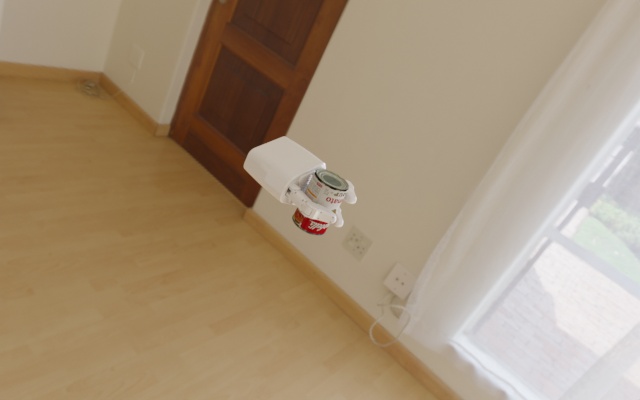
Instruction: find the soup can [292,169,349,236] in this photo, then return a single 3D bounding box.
[{"bbox_3d":[0.001,0.003,0.856,0.068,0.102,0.068,22,25,-11],"label":"soup can"}]
